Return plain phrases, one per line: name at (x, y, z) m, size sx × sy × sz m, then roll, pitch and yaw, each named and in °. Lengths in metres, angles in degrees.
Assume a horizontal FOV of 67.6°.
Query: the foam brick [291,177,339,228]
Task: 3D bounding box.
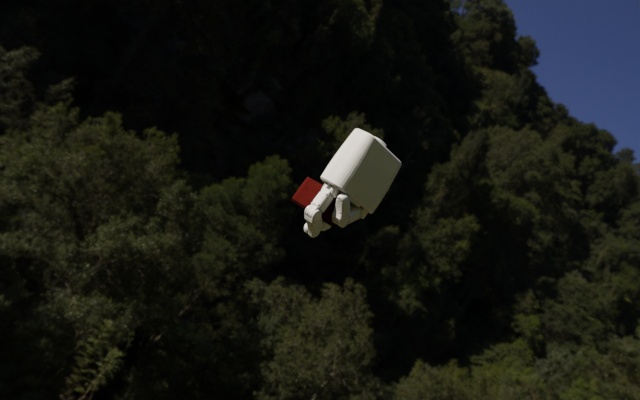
foam brick at (0.000, 0.003, 0.839) m, size 0.078 × 0.051 × 0.053 m, roll 31°, pitch -4°, yaw 35°
